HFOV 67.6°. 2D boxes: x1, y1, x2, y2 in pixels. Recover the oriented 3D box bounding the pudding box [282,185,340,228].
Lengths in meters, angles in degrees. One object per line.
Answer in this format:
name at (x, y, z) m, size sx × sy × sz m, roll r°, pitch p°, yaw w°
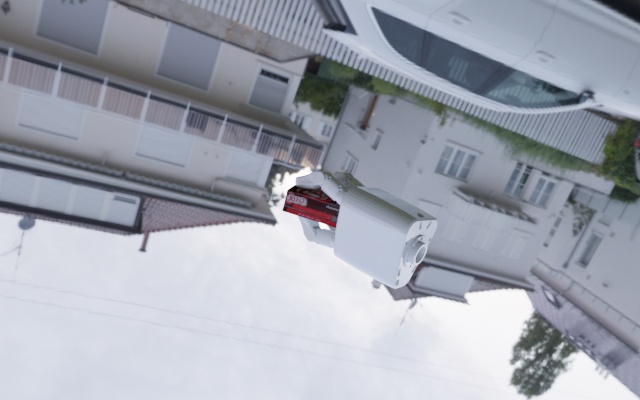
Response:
pudding box at (0.000, 0.003, 0.730) m, size 0.090 × 0.039 × 0.113 m, roll 18°, pitch 12°, yaw 7°
